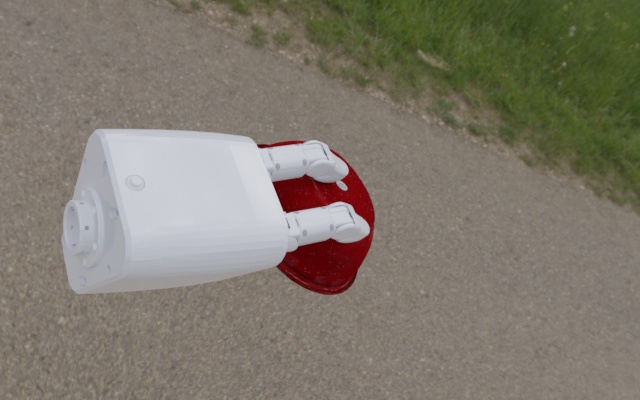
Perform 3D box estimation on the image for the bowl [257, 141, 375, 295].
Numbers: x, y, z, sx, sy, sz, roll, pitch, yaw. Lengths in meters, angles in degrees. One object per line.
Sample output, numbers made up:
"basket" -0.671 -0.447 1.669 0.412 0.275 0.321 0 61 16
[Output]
"bowl" 0.001 0.001 0.438 0.055 0.162 0.162 -36 -18 28
